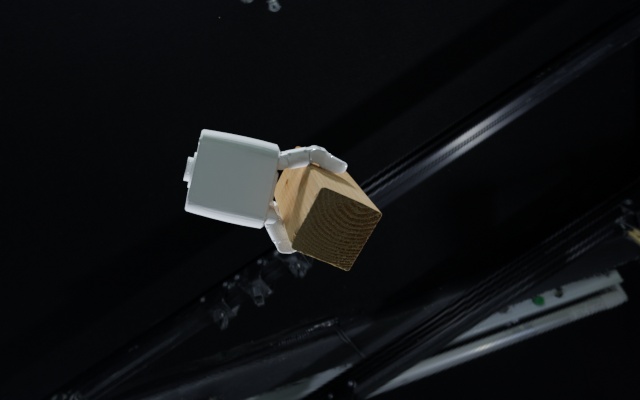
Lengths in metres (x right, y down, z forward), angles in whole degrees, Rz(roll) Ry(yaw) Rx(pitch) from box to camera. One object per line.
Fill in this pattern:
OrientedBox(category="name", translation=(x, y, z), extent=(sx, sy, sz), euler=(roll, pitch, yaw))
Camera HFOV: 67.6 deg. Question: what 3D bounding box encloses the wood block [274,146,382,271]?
OrientedBox(category="wood block", translation=(0.000, 0.002, 0.685), extent=(0.090, 0.091, 0.206), euler=(24, 14, -19))
